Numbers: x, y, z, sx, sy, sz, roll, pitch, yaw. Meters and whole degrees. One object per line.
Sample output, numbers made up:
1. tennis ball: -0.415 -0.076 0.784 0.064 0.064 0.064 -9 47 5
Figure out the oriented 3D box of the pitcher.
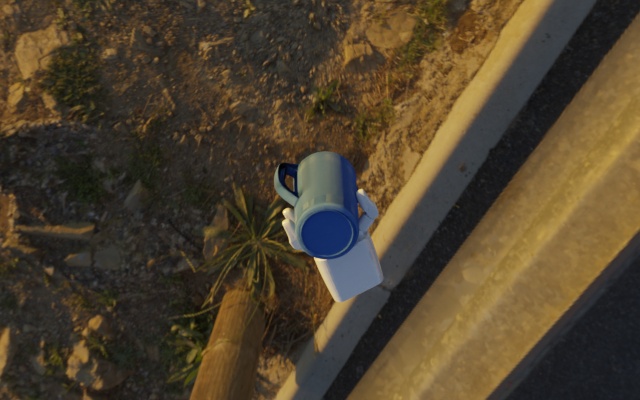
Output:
1. pitcher: 0.000 0.003 0.894 0.149 0.145 0.242 -18 22 7
